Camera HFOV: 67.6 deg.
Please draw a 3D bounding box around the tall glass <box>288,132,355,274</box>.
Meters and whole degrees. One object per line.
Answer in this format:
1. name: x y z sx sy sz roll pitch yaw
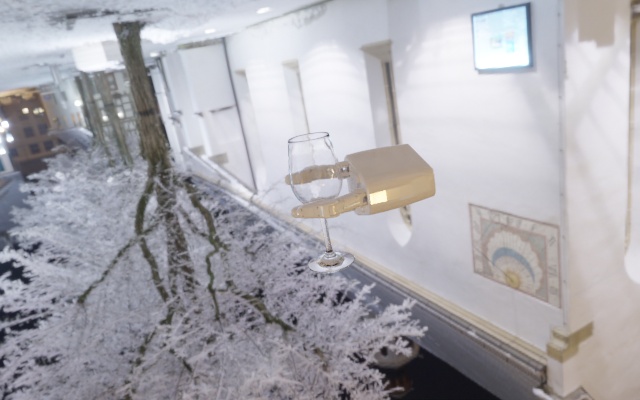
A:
1. tall glass: 0.000 0.003 0.712 0.079 0.201 0.079 -10 17 3
